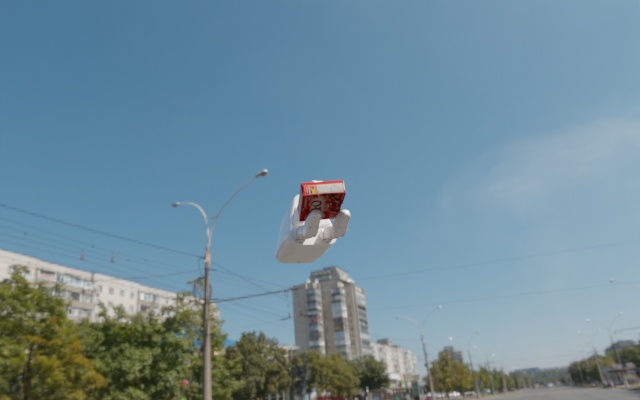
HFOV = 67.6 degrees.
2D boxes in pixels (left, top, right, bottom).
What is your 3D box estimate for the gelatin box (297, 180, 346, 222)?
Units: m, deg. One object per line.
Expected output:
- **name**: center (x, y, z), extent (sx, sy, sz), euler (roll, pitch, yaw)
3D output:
- **gelatin box**: center (0.000, 0.002, 0.823), extent (0.073, 0.030, 0.089), euler (-4, -31, -10)
